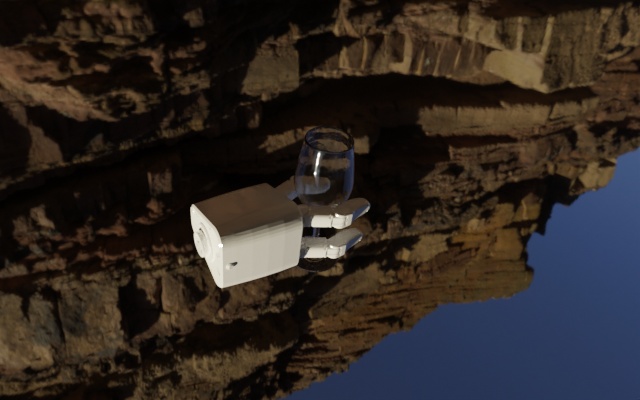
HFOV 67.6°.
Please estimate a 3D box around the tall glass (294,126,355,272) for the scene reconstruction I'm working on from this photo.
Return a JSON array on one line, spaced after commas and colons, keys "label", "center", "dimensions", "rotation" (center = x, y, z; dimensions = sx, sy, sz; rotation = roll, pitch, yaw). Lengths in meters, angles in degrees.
[{"label": "tall glass", "center": [0.000, 0.003, 0.645], "dimensions": [0.079, 0.201, 0.079], "rotation": [5, 38, -4]}]
